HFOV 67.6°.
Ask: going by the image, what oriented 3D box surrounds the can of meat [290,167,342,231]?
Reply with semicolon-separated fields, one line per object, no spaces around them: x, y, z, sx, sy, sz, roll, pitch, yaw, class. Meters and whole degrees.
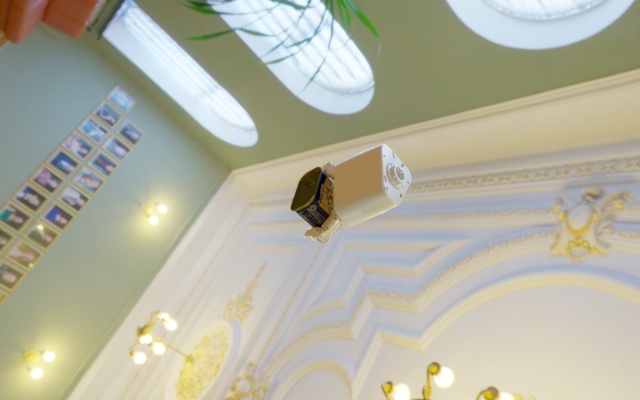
0.000;0.003;0.879;0.057;0.102;0.084;-26;-57;35;can of meat
